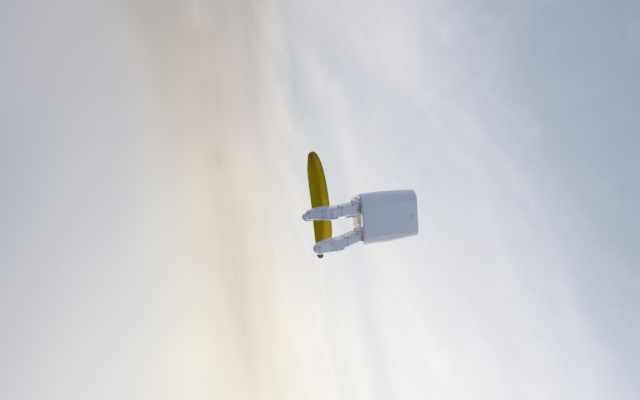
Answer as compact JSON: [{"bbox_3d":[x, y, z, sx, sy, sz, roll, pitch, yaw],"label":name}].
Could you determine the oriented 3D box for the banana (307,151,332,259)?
[{"bbox_3d":[0.000,0.009,0.897,0.037,0.197,0.069,-6,-7,-2],"label":"banana"}]
